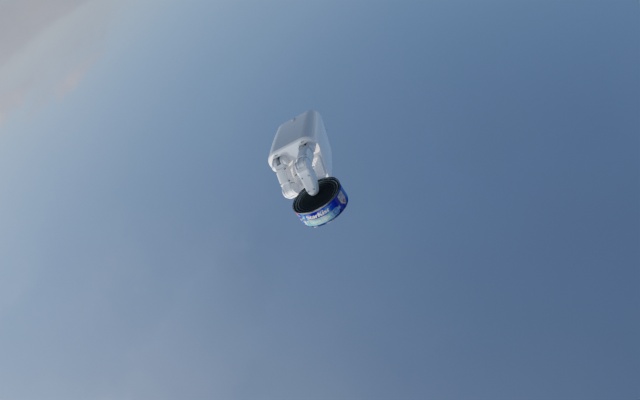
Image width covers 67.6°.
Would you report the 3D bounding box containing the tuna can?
[{"bbox_3d":[0.000,0.003,0.761,0.086,0.034,0.086,-25,30,15],"label":"tuna can"}]
